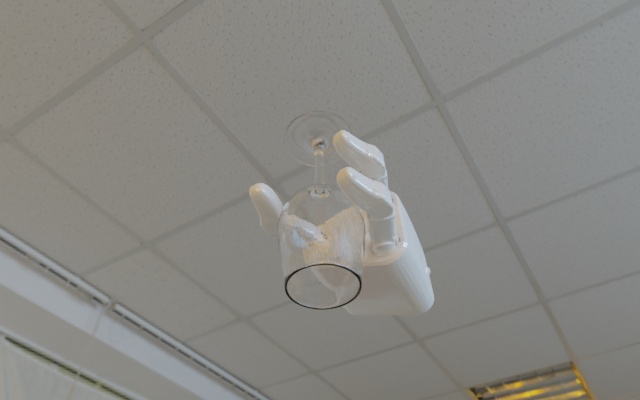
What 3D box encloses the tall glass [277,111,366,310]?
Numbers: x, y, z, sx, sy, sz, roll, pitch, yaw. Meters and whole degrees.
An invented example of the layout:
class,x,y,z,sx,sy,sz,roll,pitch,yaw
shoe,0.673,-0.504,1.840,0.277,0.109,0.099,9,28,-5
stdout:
class,x,y,z,sx,sy,sz,roll,pitch,yaw
tall glass,0.000,0.001,0.451,0.079,0.079,0.200,0,43,-1
